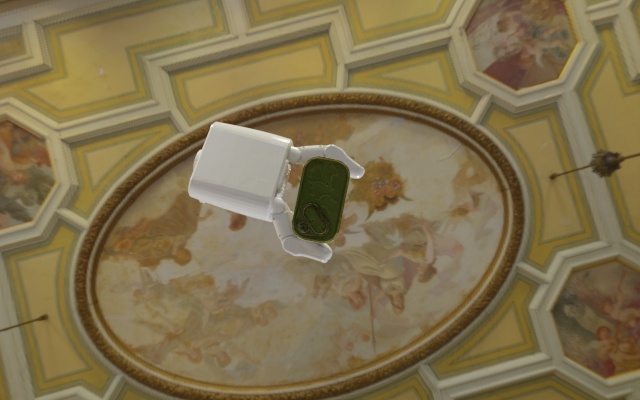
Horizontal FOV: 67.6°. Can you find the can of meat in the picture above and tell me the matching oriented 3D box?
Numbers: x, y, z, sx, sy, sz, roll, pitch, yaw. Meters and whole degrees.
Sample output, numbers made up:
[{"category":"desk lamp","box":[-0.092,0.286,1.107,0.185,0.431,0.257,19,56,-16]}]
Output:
[{"category":"can of meat","box":[0.000,0.002,0.605,0.057,0.102,0.084,11,-4,0]}]
